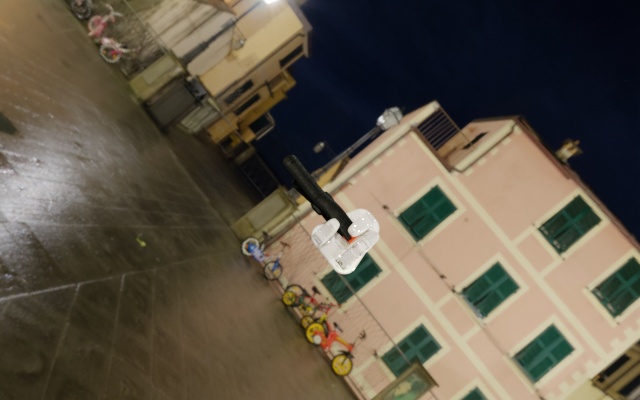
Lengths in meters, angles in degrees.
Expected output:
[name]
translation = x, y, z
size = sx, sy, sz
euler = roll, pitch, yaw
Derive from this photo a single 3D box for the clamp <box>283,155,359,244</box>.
[clamp]
translation = 0.001, 0.002, 0.805
size = 0.039, 0.171, 0.120
euler = -39, -7, -2
